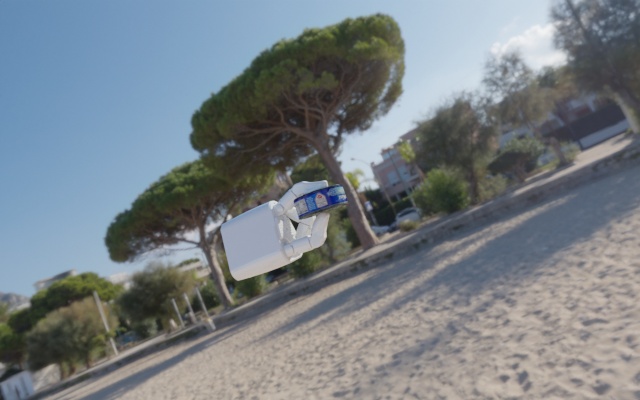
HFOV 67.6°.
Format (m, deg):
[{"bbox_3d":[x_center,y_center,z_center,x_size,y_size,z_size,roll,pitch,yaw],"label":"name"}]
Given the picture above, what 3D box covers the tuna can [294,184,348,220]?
[{"bbox_3d":[0.000,0.002,0.778,0.086,0.033,0.086,-18,-5,-2],"label":"tuna can"}]
